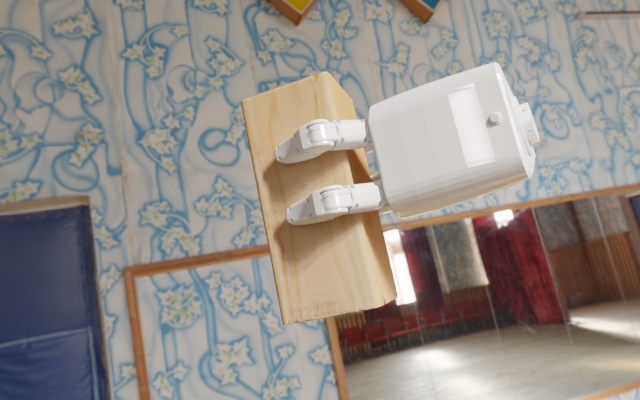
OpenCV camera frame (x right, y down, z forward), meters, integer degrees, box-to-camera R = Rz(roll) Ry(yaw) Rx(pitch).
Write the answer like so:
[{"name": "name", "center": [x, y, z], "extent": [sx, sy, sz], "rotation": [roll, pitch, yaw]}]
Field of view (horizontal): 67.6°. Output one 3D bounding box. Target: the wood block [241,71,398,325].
[{"name": "wood block", "center": [0.001, 0.001, 0.451], "extent": [0.090, 0.206, 0.091], "rotation": [-15, -11, 17]}]
